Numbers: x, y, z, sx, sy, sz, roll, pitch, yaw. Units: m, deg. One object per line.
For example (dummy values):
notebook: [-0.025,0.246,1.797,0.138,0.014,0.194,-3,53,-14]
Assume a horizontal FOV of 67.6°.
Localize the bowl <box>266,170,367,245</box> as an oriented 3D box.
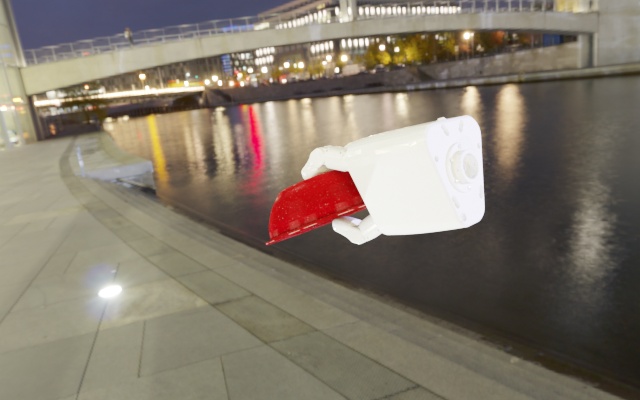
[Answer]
bowl: [-0.001,0.002,0.590,0.162,0.055,0.162,-21,-4,-2]
